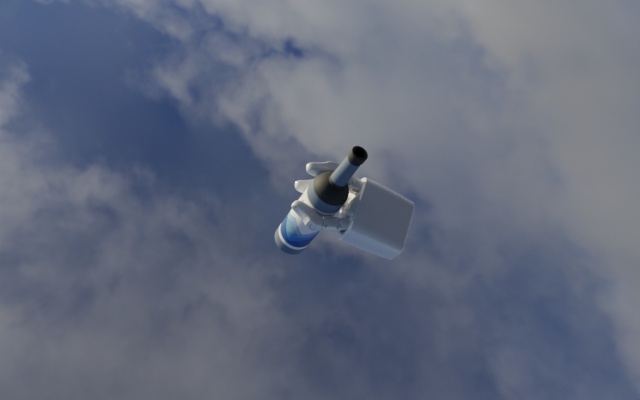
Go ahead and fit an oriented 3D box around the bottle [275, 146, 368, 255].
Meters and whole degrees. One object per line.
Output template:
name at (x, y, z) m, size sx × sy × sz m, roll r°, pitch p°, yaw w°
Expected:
bottle at (0.000, 0.003, 0.828) m, size 0.069 × 0.069 × 0.296 m, roll 0°, pitch -30°, yaw -28°
